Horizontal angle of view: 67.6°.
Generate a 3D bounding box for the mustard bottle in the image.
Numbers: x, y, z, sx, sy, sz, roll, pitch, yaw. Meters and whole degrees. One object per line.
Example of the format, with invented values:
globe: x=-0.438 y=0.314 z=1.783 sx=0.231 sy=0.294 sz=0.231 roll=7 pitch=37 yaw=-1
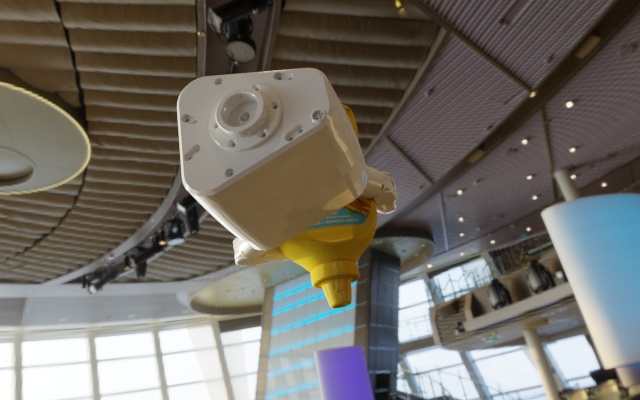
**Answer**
mustard bottle: x=0.000 y=0.001 z=0.433 sx=0.096 sy=0.191 sz=0.058 roll=-5 pitch=-26 yaw=-13
